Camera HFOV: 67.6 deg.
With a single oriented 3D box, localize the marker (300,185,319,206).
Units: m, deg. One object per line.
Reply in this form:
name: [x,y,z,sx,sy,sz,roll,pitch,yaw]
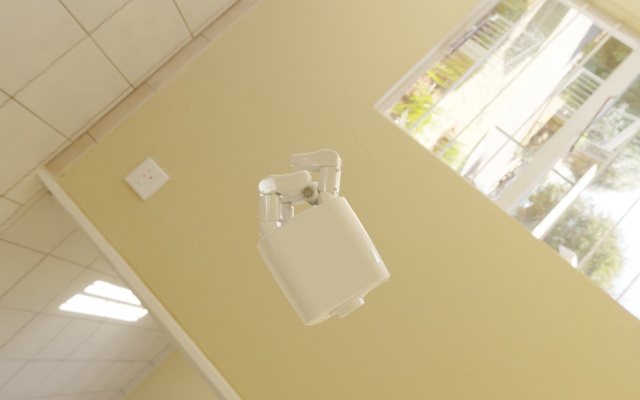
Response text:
marker: [0.000,0.002,0.592,0.020,0.020,0.121,0,-10,14]
